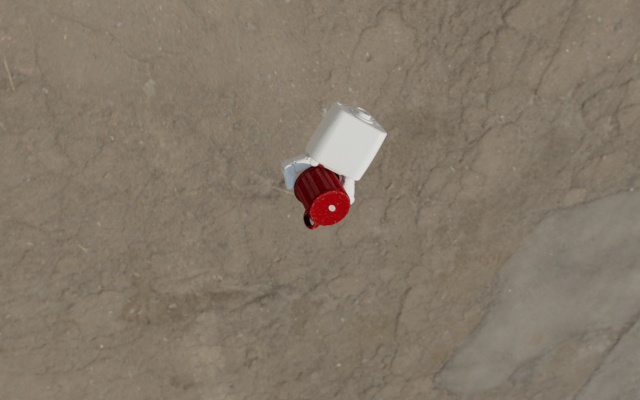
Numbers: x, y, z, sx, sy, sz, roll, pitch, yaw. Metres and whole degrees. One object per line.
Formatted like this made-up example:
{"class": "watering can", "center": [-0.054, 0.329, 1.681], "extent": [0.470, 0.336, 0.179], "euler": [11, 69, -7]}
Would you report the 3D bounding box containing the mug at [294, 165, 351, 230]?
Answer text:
{"class": "mug", "center": [-0.001, 0.004, 0.892], "extent": [0.093, 0.117, 0.081], "euler": [16, 27, -31]}
